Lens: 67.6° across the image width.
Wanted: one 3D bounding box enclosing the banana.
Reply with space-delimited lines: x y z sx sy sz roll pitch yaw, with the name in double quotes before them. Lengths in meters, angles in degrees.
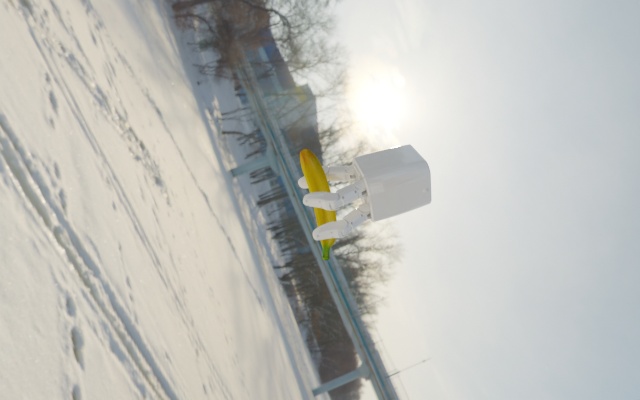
"banana" 0.001 -0.001 0.811 0.037 0.198 0.069 -11 20 5
